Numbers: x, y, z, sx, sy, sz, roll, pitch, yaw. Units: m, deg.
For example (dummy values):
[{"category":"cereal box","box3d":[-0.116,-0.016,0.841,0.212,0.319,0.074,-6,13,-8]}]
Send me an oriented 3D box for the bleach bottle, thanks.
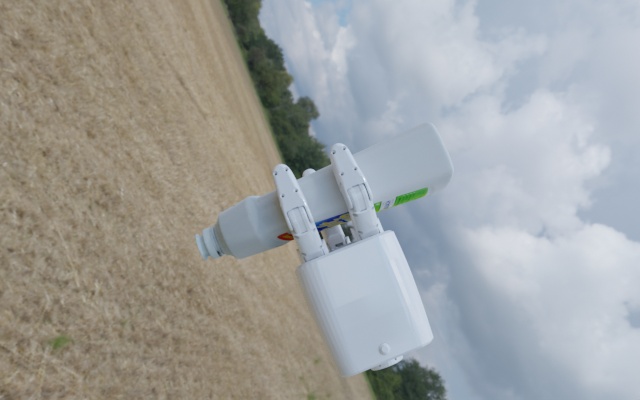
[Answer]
[{"category":"bleach bottle","box3d":[0.000,0.001,0.480,0.251,0.068,0.102,-21,-10,-2]}]
